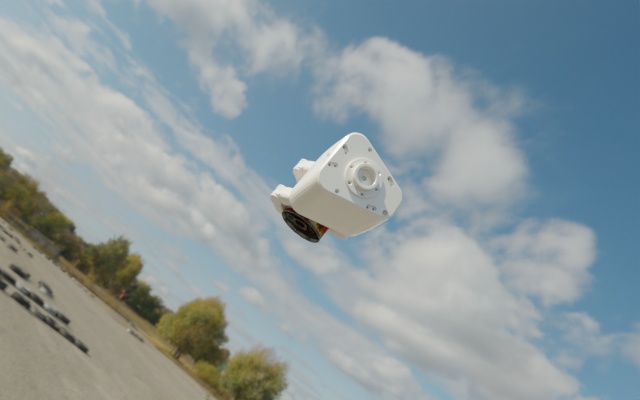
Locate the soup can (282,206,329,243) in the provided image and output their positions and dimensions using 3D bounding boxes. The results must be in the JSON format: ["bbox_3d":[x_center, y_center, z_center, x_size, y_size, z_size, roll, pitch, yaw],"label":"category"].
[{"bbox_3d":[0.000,0.002,0.705,0.068,0.102,0.068,32,-24,16],"label":"soup can"}]
